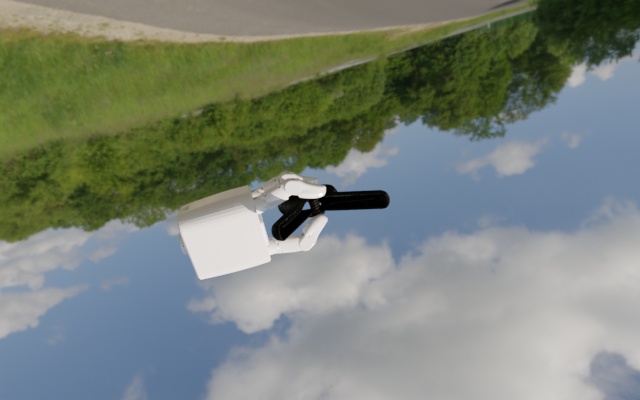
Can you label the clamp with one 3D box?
[{"bbox_3d":[0.000,0.003,0.706,0.164,0.036,0.210,-14,14,-7],"label":"clamp"}]
